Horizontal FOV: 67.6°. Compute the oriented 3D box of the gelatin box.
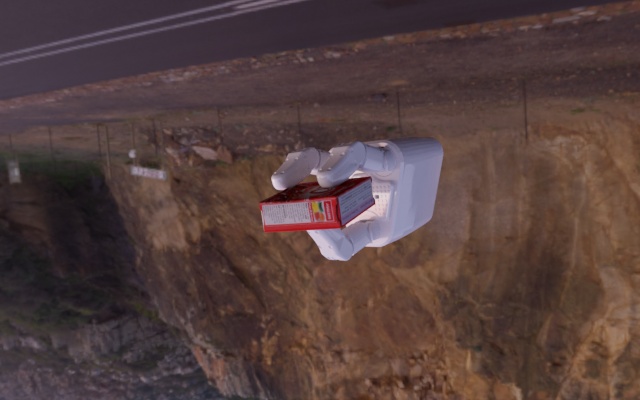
[{"bbox_3d":[0.000,0.002,0.424,0.073,0.030,0.089,-4,12,26],"label":"gelatin box"}]
